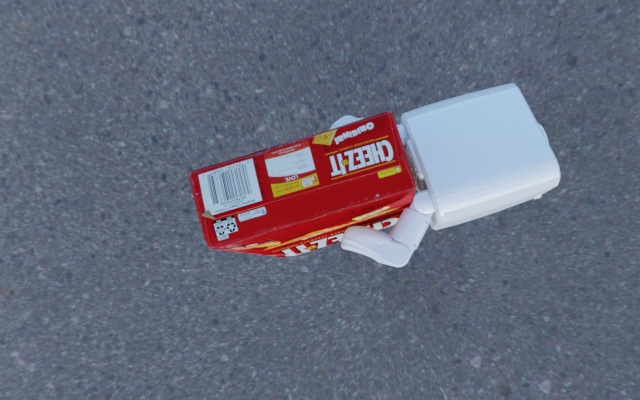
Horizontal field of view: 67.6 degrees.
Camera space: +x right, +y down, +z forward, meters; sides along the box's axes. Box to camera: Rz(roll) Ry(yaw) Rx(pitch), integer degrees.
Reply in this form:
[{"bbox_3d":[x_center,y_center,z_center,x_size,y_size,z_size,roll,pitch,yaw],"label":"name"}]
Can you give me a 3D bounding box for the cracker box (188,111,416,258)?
[{"bbox_3d":[0.000,0.001,0.452,0.164,0.072,0.214,-17,-11,6],"label":"cracker box"}]
